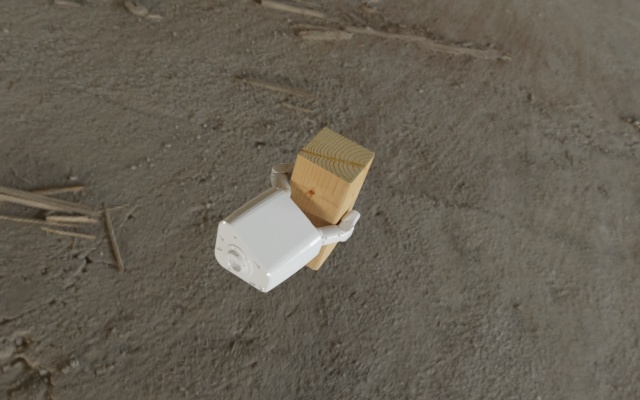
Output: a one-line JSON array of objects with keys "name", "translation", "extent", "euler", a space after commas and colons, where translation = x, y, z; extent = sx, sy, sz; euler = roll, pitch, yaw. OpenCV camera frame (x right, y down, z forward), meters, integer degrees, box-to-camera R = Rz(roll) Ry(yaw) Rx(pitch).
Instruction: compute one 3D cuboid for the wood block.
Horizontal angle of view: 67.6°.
[{"name": "wood block", "translation": [0.000, 0.003, 0.759], "extent": [0.091, 0.206, 0.090], "euler": [30, 45, 11]}]
